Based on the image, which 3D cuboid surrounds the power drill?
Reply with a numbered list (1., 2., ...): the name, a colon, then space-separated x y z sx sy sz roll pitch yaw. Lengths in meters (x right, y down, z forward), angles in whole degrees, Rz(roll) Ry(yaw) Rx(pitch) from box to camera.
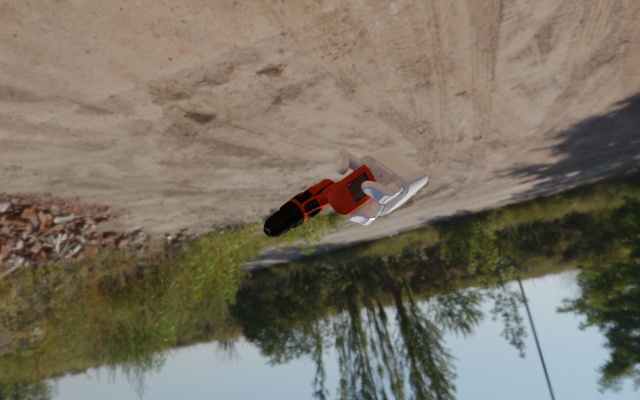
1. power drill: 0.001 0.003 0.868 0.184 0.057 0.187 -37 13 -34
